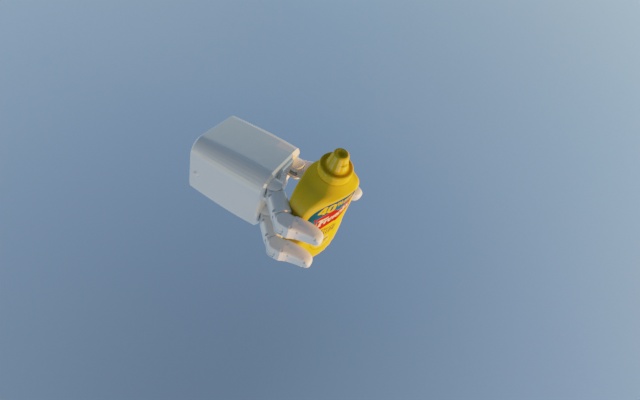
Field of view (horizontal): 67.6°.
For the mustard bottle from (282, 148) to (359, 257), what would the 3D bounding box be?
[{"bbox_3d":[0.000,0.002,0.602,0.096,0.058,0.192,-27,-23,-31],"label":"mustard bottle"}]
